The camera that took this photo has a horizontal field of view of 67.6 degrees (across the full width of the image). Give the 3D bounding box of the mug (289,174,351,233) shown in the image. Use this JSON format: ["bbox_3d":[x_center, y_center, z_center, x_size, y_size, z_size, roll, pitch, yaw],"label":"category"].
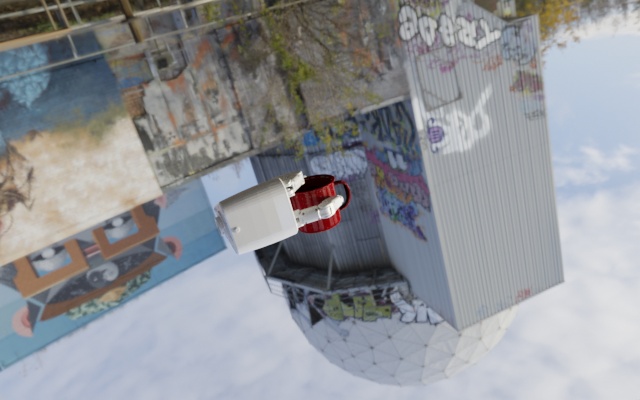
[{"bbox_3d":[0.001,0.003,0.860,0.117,0.081,0.093,-20,20,-16],"label":"mug"}]
